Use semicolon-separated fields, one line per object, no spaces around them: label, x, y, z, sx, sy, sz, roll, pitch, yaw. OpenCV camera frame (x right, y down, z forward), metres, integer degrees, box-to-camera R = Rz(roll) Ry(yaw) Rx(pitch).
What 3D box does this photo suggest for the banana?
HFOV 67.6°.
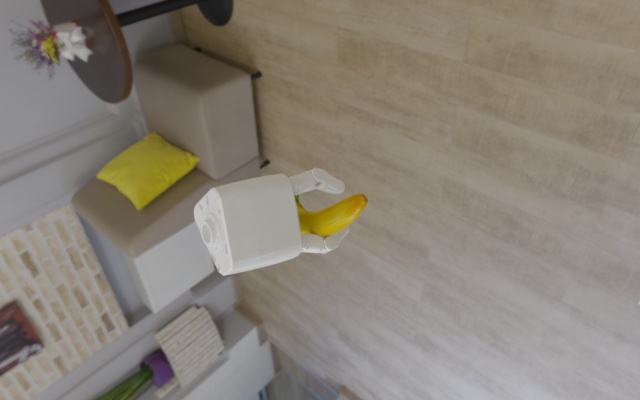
banana;-0.005;0.020;0.691;0.037;0.069;0.198;12;-4;-33
